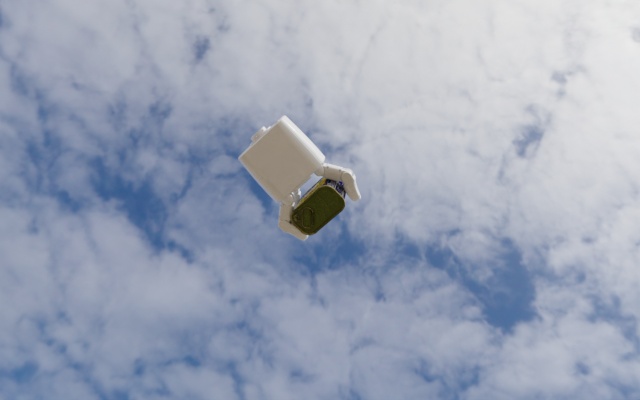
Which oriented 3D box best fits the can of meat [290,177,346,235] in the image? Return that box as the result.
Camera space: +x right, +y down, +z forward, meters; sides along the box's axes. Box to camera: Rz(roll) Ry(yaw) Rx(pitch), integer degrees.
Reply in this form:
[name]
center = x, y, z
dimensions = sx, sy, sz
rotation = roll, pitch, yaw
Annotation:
[can of meat]
center = 0.000, 0.003, 0.862
dimensions = 0.102, 0.057, 0.084
rotation = -42, 11, 22
